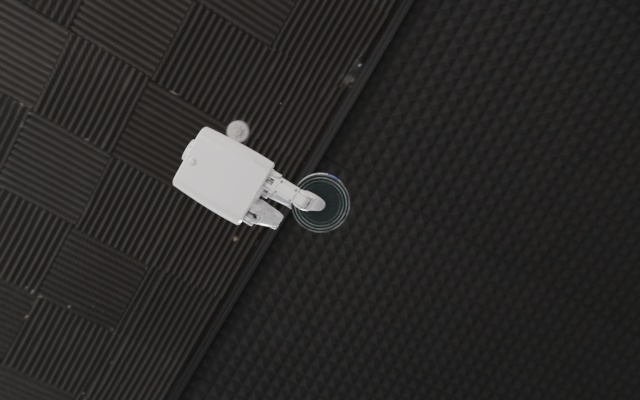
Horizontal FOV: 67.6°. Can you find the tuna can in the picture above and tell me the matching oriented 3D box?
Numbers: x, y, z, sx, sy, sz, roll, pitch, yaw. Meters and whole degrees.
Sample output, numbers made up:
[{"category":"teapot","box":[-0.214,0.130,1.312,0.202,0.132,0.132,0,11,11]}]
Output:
[{"category":"tuna can","box":[0.000,0.002,0.705,0.086,0.086,0.033,0,9,0]}]
